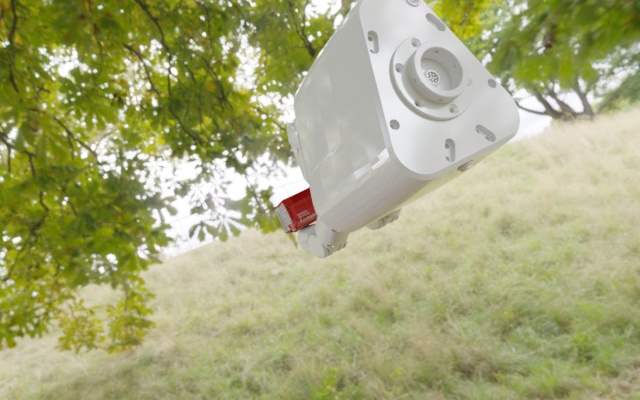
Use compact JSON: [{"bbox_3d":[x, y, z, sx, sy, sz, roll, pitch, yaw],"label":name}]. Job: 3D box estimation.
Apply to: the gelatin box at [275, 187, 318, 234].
[{"bbox_3d":[0.000,0.001,0.431,0.073,0.030,0.089,-25,-1,-11],"label":"gelatin box"}]
